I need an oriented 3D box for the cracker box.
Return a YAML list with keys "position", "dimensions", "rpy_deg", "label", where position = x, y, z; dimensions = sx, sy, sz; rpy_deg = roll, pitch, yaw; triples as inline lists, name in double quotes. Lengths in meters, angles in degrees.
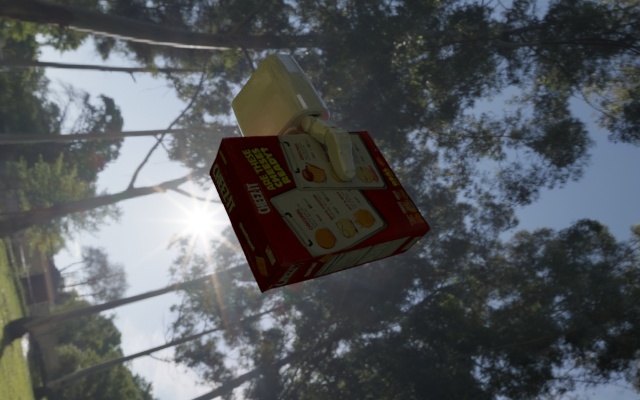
- position: [0.000, 0.002, 0.564]
  dimensions: [0.213, 0.164, 0.072]
  rpy_deg: [-10, -31, -36]
  label: "cracker box"
